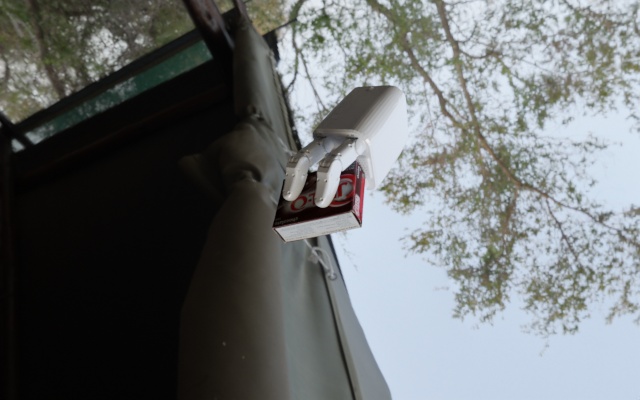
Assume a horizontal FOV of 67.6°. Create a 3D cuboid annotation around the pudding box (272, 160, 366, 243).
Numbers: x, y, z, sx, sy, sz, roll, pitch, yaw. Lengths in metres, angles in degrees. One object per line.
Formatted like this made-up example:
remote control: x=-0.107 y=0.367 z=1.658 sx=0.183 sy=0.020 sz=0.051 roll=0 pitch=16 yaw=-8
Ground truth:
pudding box: x=0.000 y=0.002 z=0.617 sx=0.113 sy=0.090 sz=0.039 roll=-15 pitch=-49 yaw=23
